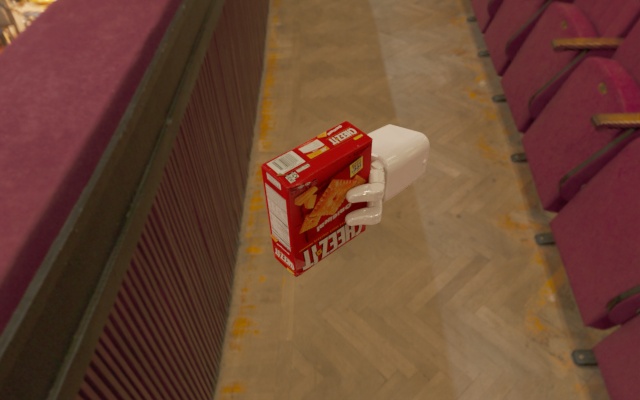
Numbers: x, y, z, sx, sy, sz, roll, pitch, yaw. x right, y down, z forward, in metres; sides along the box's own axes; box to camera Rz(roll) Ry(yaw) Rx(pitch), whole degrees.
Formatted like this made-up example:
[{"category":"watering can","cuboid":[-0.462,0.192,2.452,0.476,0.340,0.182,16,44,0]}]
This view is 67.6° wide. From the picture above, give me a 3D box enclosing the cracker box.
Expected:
[{"category":"cracker box","cuboid":[0.000,0.002,0.765,0.164,0.214,0.072,-31,52,-25]}]
